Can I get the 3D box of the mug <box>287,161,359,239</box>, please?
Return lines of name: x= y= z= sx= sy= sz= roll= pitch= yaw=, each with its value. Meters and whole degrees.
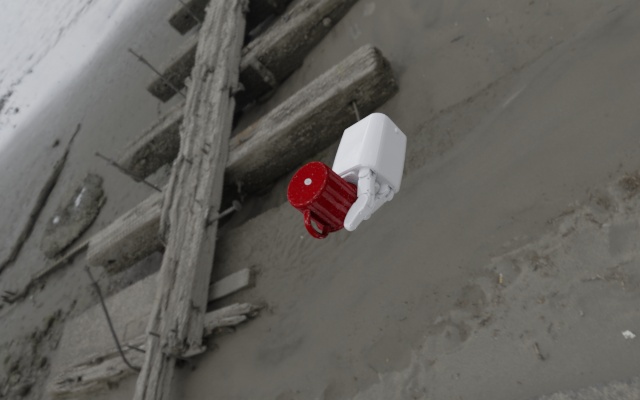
mug: x=0.000 y=0.004 z=0.743 sx=0.093 sy=0.117 sz=0.081 roll=-10 pitch=-35 yaw=40
